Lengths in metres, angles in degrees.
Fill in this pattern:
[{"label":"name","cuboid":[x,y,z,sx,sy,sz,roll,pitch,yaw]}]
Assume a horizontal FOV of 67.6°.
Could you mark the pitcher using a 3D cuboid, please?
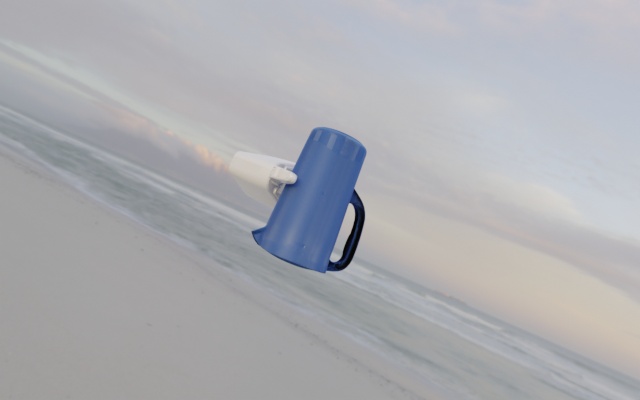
[{"label":"pitcher","cuboid":[0.000,0.003,0.853,0.145,0.243,0.149,20,-5,30]}]
